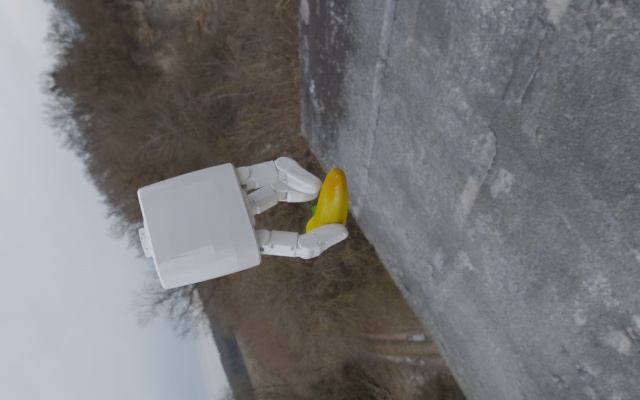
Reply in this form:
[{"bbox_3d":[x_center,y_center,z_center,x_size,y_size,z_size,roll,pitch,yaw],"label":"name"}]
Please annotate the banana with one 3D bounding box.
[{"bbox_3d":[0.004,0.021,0.588,0.037,0.069,0.198,-11,-11,-12],"label":"banana"}]
